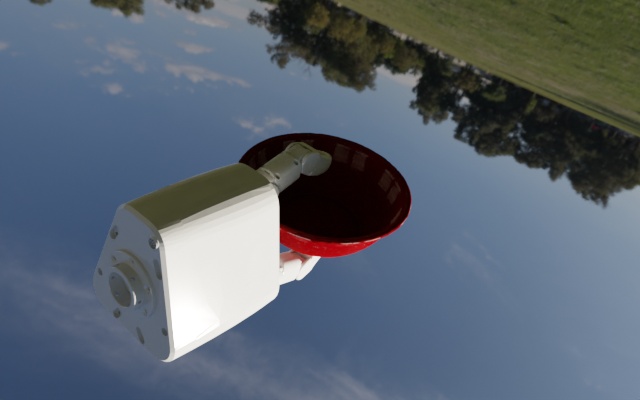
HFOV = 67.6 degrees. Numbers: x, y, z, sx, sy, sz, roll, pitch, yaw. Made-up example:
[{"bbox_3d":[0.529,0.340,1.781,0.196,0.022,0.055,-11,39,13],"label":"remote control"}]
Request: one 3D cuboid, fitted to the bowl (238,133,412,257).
[{"bbox_3d":[0.001,0.001,0.451,0.162,0.055,0.162,7,39,-6],"label":"bowl"}]
